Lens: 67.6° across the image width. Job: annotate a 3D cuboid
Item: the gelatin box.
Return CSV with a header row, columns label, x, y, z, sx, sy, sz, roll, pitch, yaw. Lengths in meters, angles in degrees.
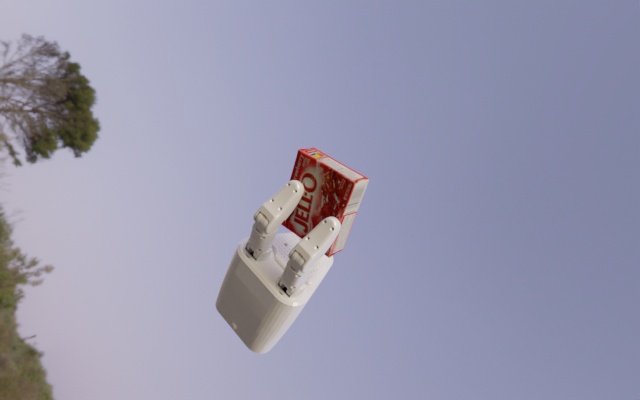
label,x,y,z,sx,sy,sz,roll,pitch,yaw
gelatin box,0.000,0.001,0.485,0.073,0.089,0.030,33,29,27
